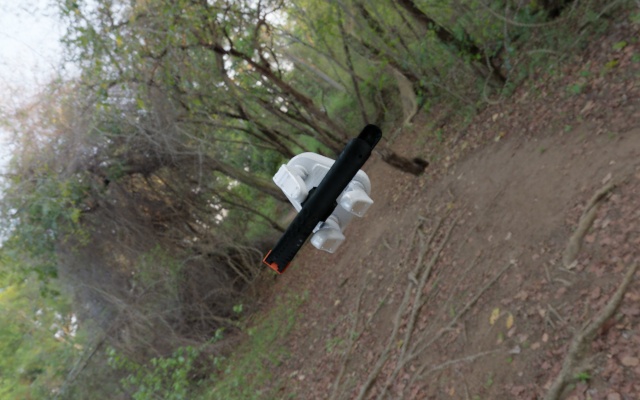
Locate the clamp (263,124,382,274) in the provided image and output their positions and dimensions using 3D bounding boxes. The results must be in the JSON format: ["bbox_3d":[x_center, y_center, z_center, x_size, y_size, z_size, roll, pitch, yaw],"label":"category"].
[{"bbox_3d":[-0.001,0.002,0.539,0.036,0.210,0.164,37,11,2],"label":"clamp"}]
